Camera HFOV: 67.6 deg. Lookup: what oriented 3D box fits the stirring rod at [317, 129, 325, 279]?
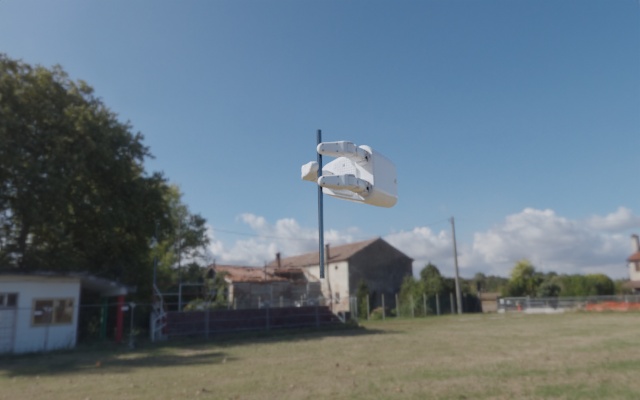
[{"bbox_3d":[0.000,0.003,0.759,0.011,0.239,0.011,-1,-12,0],"label":"stirring rod"}]
